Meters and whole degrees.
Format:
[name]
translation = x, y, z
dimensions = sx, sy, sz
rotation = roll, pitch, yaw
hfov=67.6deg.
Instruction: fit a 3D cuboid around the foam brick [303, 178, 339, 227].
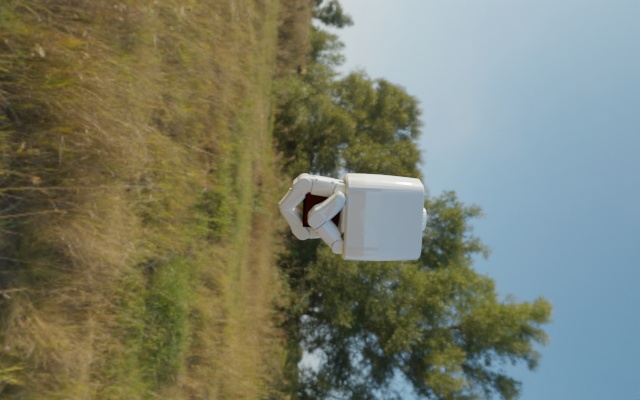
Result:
[foam brick]
translation = 0.000, 0.002, 0.700
dimensions = 0.051, 0.053, 0.078
rotation = 2, 21, -2
